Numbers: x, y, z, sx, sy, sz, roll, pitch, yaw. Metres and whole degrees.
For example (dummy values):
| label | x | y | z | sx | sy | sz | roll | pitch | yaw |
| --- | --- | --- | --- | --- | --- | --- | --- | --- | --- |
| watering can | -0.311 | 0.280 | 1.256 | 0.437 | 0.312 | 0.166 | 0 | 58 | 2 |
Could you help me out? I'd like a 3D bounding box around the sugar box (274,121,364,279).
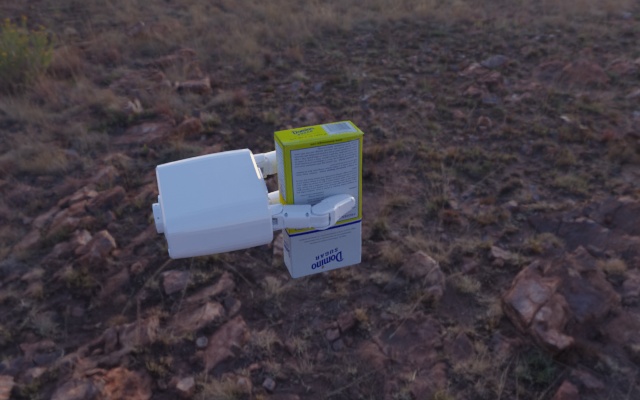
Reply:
| label | x | y | z | sx | sy | sz | roll | pitch | yaw |
| --- | --- | --- | --- | --- | --- | --- | --- | --- | --- |
| sugar box | 0.000 | 0.001 | 0.558 | 0.093 | 0.176 | 0.048 | -10 | 33 | -16 |
